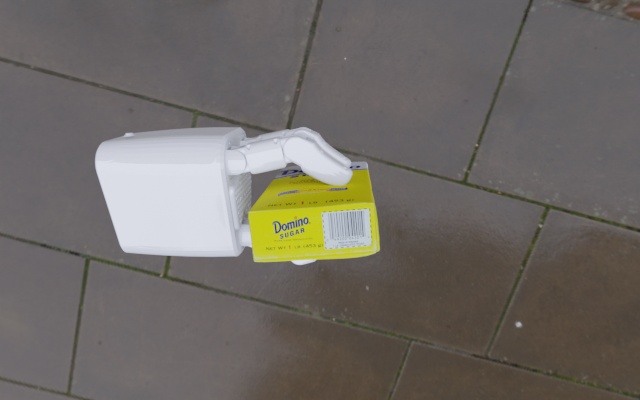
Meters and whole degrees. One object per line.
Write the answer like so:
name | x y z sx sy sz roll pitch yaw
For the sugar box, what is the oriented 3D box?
sugar box | 0.000 0.001 0.422 0.093 0.048 0.176 -3 16 4
